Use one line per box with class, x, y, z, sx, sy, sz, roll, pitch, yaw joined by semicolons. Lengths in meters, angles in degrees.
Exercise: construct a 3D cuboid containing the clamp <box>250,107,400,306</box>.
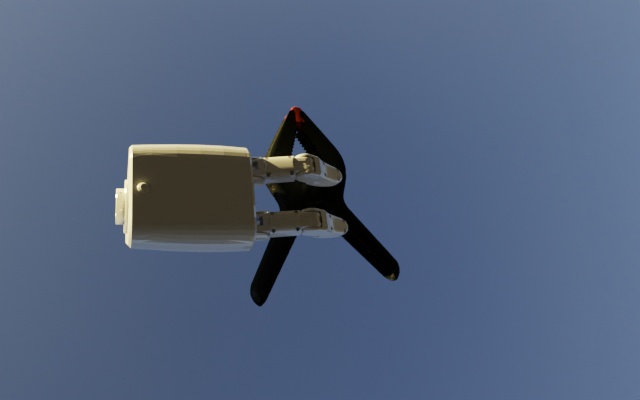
clamp;-0.001;0.001;0.508;0.164;0.210;0.036;2;-20;-25
